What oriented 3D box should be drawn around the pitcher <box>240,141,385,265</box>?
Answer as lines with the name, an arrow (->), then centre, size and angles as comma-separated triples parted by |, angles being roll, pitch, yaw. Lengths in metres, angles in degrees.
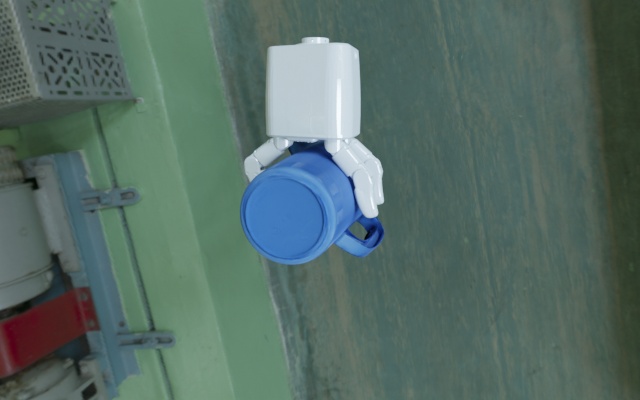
pitcher -> 0.000, 0.002, 0.608 | 0.149, 0.145, 0.242 | 3, 13, 14
